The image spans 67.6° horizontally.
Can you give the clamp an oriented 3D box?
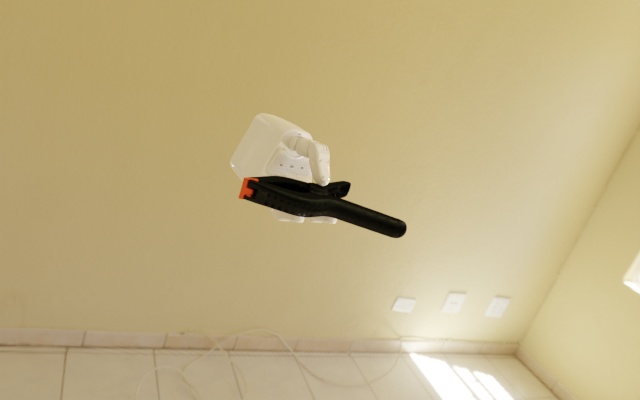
[{"bbox_3d":[0.000,0.001,0.620,0.210,0.036,0.164,6,18,-37],"label":"clamp"}]
